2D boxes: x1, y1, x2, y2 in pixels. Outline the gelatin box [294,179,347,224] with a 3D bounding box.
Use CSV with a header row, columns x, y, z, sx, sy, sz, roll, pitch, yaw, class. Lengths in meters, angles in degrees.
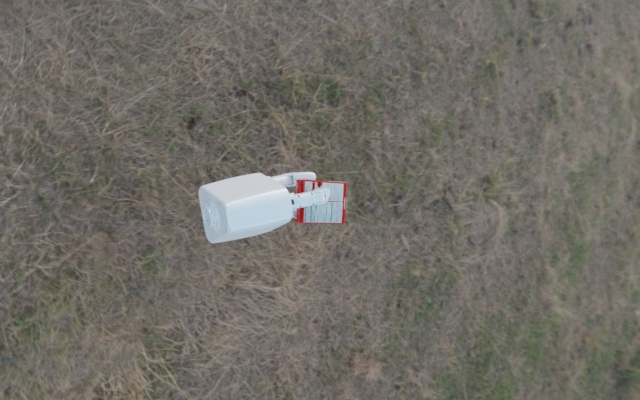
x,y,z,sx,sy,sz,roll,pitch,yaw,class
0.001,0.003,0.818,0.089,0.073,0.030,2,0,-30,gelatin box
